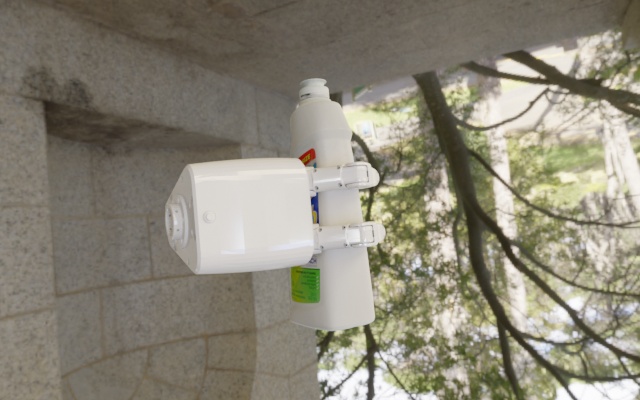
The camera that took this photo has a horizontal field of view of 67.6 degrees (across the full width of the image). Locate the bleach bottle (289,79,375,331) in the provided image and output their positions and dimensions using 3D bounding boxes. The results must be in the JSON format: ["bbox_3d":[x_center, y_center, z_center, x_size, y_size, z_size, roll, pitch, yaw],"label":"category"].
[{"bbox_3d":[0.000,0.002,0.502,0.068,0.251,0.102,-4,-4,-30],"label":"bleach bottle"}]
